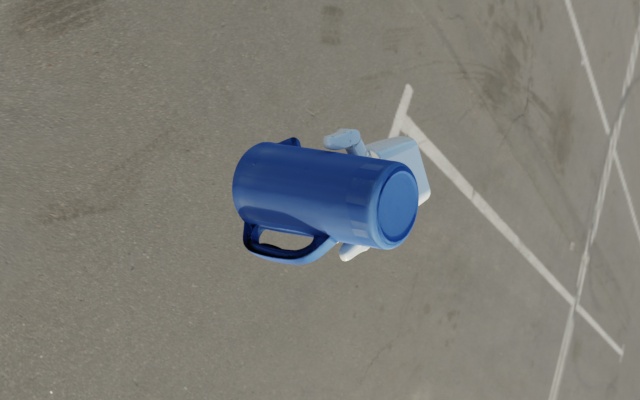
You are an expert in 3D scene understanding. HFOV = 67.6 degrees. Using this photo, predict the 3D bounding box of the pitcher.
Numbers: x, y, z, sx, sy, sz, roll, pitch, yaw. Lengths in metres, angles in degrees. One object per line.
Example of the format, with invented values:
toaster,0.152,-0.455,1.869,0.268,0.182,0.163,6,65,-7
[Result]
pitcher,0.000,0.002,0.645,0.243,0.149,0.145,10,24,41
